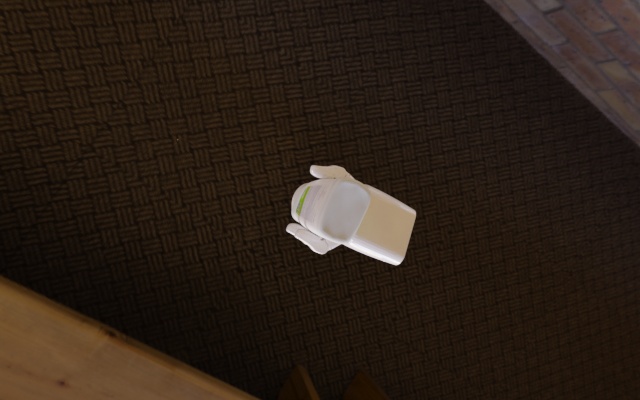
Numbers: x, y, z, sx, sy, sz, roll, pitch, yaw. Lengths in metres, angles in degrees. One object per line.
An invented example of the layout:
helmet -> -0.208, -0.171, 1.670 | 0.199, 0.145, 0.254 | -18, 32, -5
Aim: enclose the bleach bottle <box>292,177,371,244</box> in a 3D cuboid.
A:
bleach bottle -> 0.000, 0.003, 0.826 | 0.068, 0.102, 0.251 | 25, 0, -18
